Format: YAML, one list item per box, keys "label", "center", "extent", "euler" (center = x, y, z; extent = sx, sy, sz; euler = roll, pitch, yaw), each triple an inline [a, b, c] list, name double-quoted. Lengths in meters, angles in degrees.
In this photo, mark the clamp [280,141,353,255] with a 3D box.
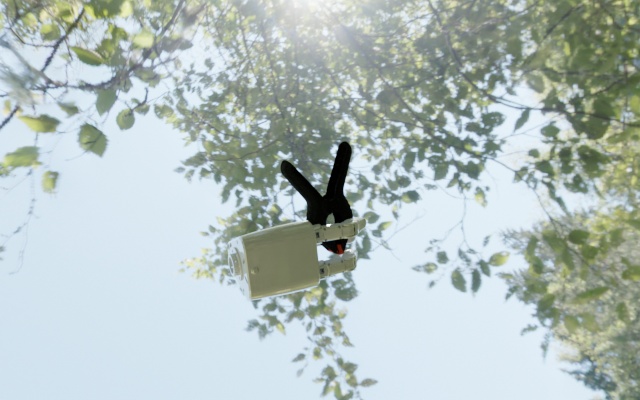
- label: "clamp"
  center: [0.000, 0.002, 0.714]
  extent: [0.120, 0.171, 0.039]
  euler: [-10, 10, -25]
